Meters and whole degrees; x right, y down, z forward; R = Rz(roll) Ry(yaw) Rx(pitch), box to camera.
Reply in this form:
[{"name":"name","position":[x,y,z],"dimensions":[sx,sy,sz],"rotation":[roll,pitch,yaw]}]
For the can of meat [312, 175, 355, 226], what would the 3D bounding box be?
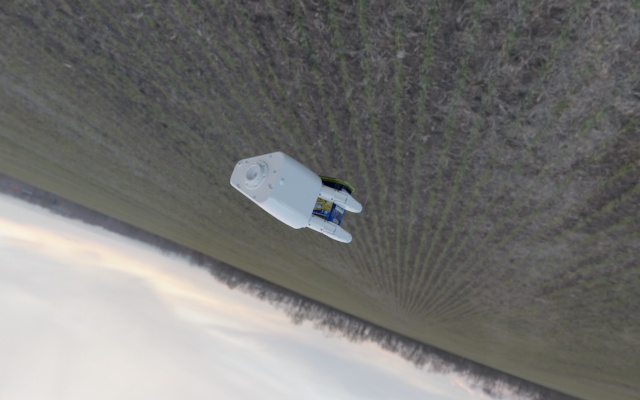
[{"name":"can of meat","position":[0.000,0.003,0.873],"dimensions":[0.102,0.084,0.057],"rotation":[12,-15,33]}]
